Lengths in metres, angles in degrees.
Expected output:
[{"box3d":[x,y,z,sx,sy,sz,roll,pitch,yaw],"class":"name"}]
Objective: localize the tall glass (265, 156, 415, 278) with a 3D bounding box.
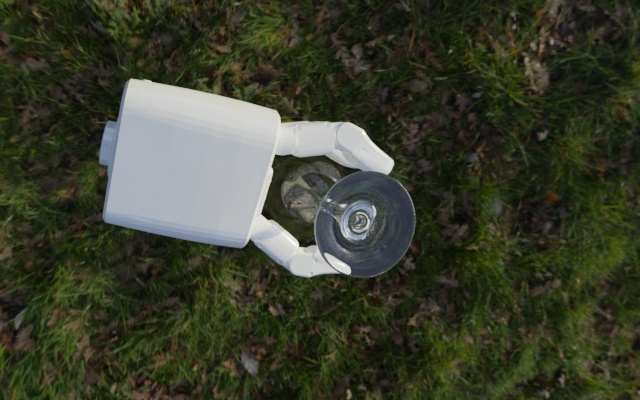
[{"box3d":[0.000,0.002,0.416,0.079,0.079,0.201,0,9,-18],"class":"tall glass"}]
